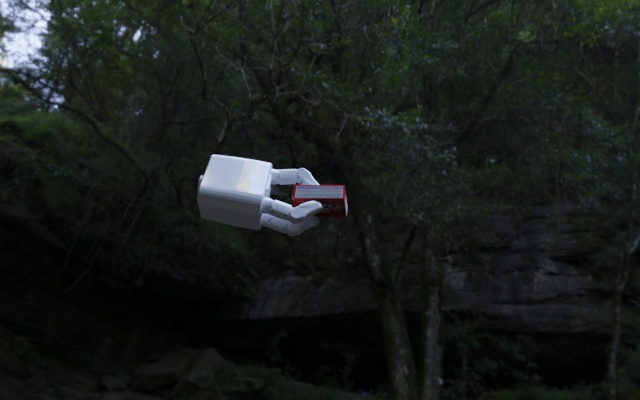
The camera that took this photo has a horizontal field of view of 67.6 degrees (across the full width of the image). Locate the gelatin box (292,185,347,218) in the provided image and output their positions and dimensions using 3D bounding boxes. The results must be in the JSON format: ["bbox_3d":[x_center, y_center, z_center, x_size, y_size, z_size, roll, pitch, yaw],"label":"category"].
[{"bbox_3d":[0.000,0.002,0.824,0.089,0.030,0.073,0,-27,6],"label":"gelatin box"}]
